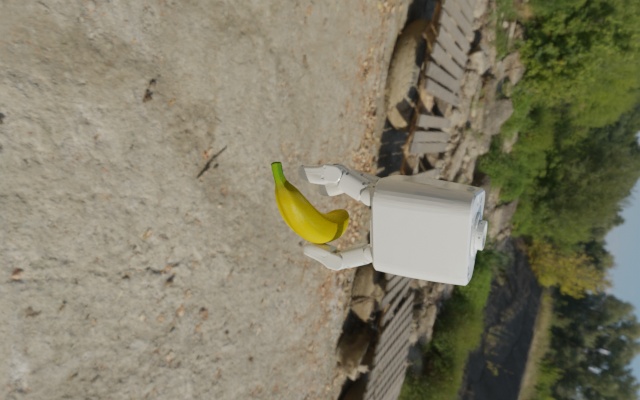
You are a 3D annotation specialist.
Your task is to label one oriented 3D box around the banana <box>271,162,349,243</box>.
[{"bbox_3d":[-0.004,0.019,0.584,0.037,0.069,0.198,1,-18,25],"label":"banana"}]
